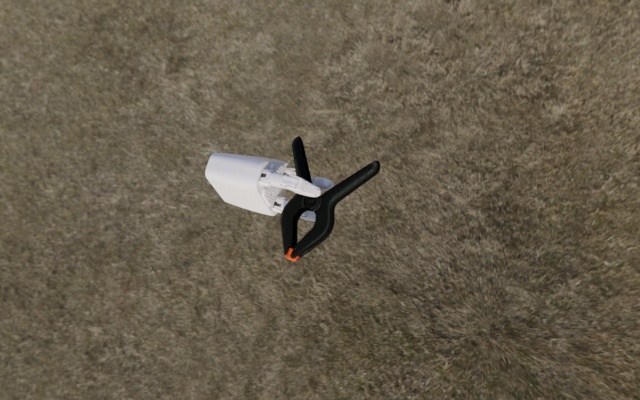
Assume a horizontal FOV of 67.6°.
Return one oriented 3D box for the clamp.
[{"bbox_3d":[-0.001,0.003,0.788,0.164,0.210,0.036,13,-10,24],"label":"clamp"}]
